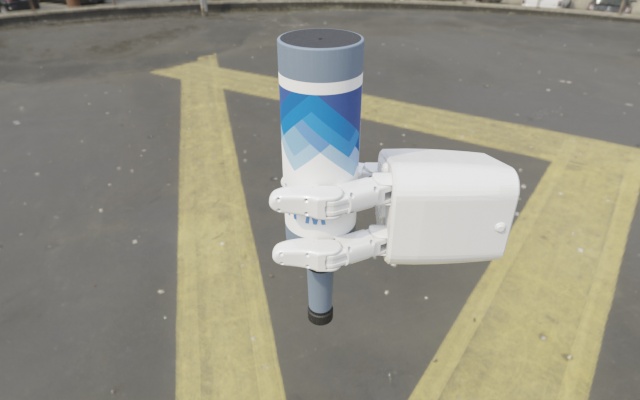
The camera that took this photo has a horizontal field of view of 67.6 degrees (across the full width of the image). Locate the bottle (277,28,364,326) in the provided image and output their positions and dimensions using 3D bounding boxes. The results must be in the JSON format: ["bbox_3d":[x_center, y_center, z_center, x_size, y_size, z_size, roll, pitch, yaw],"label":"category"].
[{"bbox_3d":[0.000,0.001,0.440,0.069,0.296,0.069,0,32,0],"label":"bottle"}]
